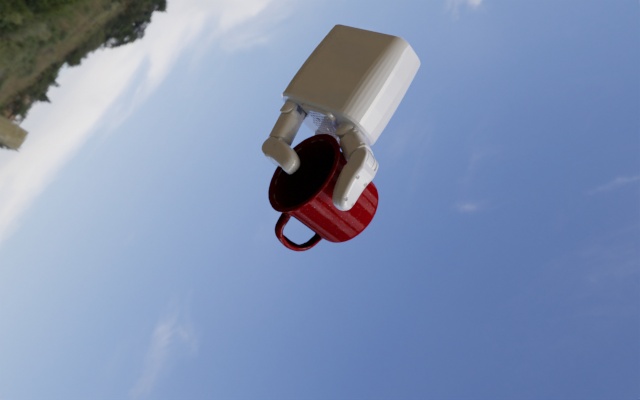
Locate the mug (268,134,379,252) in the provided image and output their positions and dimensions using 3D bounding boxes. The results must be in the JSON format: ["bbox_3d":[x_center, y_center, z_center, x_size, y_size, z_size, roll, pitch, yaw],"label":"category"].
[{"bbox_3d":[-0.001,0.003,0.495,0.081,0.117,0.093,39,-8,-36],"label":"mug"}]
